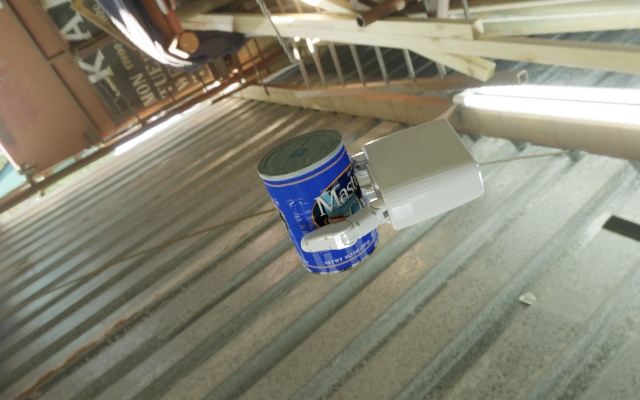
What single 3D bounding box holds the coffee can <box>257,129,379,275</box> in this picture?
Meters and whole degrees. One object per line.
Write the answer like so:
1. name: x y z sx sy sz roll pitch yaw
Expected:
1. coffee can: 0.000 0.002 0.566 0.103 0.140 0.102 -18 27 10
